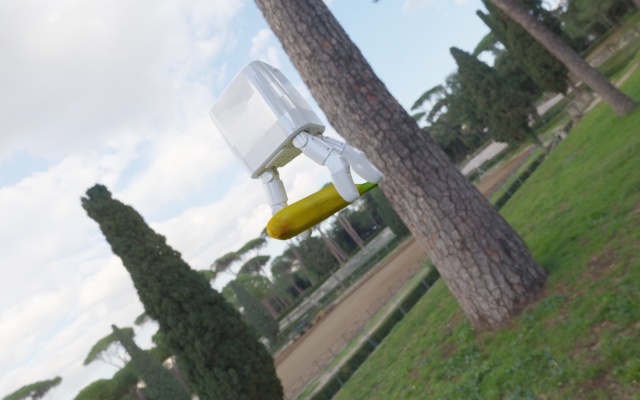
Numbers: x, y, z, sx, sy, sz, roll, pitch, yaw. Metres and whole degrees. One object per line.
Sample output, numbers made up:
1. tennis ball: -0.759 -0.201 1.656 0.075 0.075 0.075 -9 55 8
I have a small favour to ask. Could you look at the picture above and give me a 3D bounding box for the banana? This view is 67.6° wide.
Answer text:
1. banana: -0.009 0.009 0.573 0.197 0.037 0.070 -28 -8 -48
